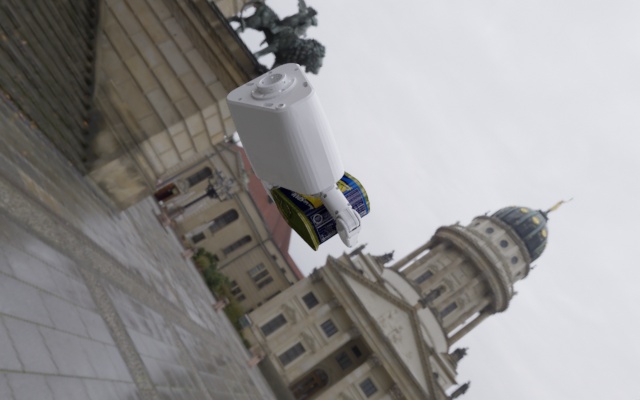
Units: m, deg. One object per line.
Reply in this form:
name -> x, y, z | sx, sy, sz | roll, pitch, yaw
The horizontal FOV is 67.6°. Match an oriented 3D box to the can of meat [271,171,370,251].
can of meat -> 0.000, 0.002, 0.583 | 0.084, 0.057, 0.102 | -32, 37, -14
